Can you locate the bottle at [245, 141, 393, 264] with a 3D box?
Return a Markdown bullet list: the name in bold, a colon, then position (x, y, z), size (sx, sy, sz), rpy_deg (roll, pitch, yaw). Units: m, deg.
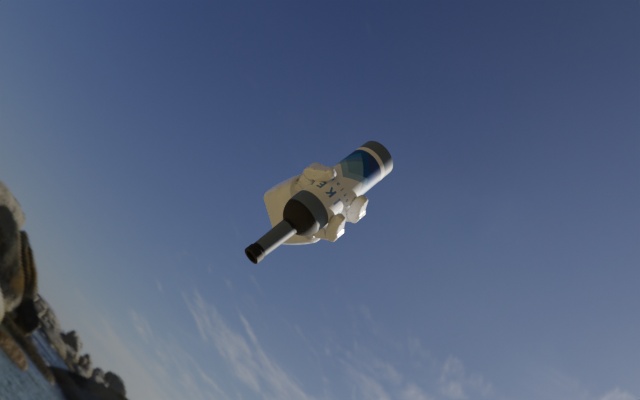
- **bottle**: position (0.000, 0.002, 0.755), size (0.295, 0.069, 0.069), rpy_deg (-38, 22, -31)
